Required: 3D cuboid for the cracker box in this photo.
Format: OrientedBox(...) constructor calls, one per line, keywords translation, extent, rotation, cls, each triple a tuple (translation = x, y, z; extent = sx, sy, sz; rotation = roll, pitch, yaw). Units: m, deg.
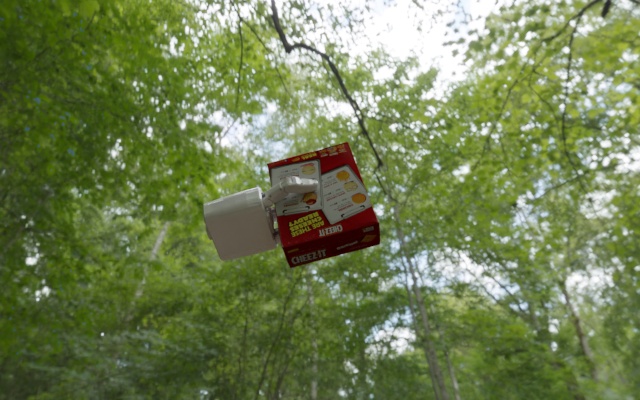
OrientedBox(translation=(0.000, 0.003, 0.862), extent=(0.164, 0.213, 0.072), rotation=(-15, -43, -1), cls="cracker box")
